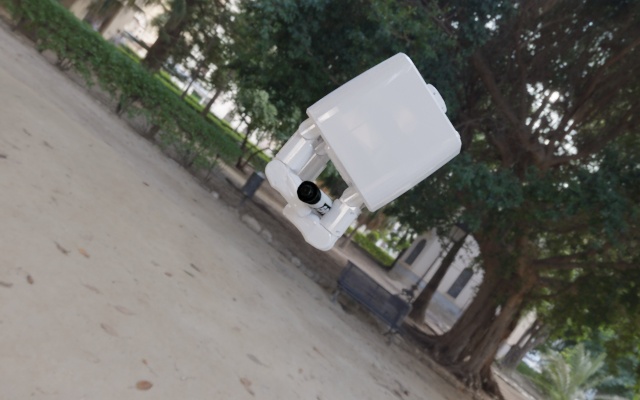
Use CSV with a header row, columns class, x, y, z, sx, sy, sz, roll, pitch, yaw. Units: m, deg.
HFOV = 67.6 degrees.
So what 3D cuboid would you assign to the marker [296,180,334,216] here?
class,x,y,z,sx,sy,sz,roll,pitch,yaw
marker,0.000,0.001,0.447,0.020,0.020,0.121,0,-10,12
